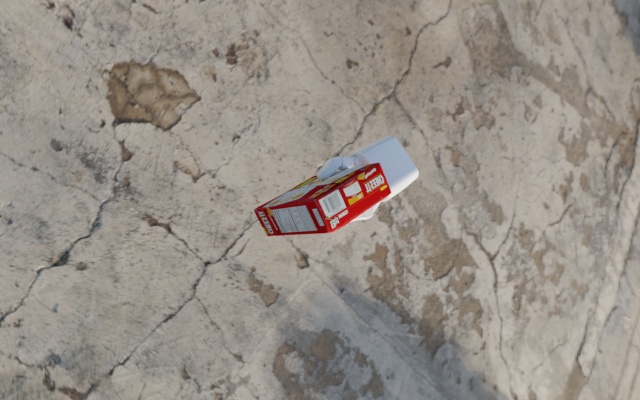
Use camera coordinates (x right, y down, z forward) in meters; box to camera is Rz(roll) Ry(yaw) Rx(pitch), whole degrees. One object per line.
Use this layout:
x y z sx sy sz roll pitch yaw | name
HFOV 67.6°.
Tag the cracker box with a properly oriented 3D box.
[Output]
0.000 0.003 0.897 0.164 0.072 0.214 -31 12 -34 | cracker box
